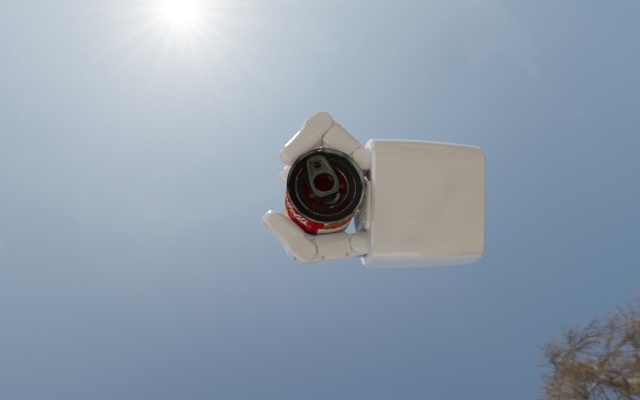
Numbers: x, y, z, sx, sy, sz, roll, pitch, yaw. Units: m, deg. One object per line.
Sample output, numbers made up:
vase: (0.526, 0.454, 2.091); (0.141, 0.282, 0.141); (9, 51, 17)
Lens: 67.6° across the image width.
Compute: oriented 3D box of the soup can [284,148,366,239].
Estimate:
soup can: (0.000, 0.002, 0.451); (0.068, 0.068, 0.102); (0, -17, -6)
